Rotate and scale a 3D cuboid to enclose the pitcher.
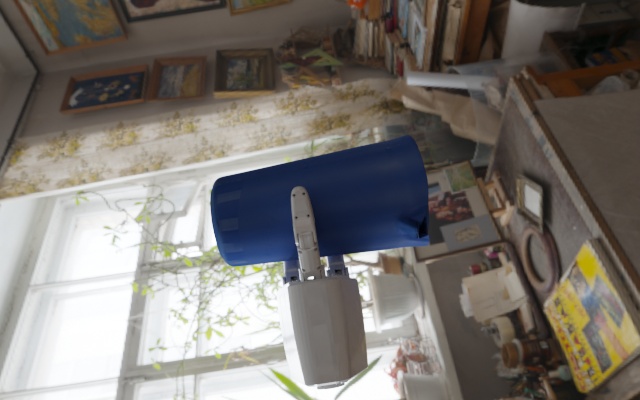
[{"bbox_3d":[0.000,0.002,0.575,0.243,0.145,0.149,-9,-12,0],"label":"pitcher"}]
